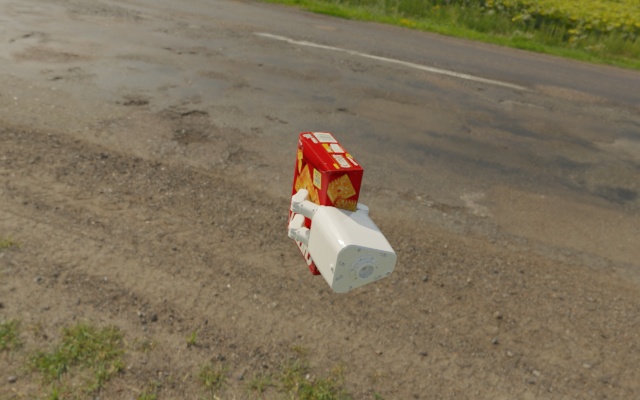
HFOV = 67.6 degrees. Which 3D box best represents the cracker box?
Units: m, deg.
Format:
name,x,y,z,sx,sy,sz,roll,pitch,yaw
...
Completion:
name,x,y,z,sx,sy,sz,roll,pitch,yaw
cracker box,0.000,0.003,0.876,0.072,0.214,0.164,-3,31,-22
